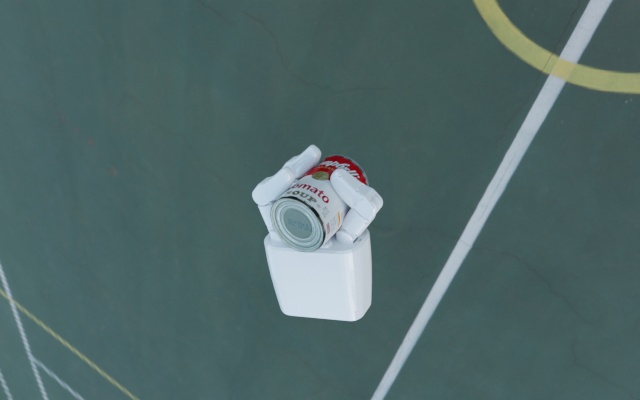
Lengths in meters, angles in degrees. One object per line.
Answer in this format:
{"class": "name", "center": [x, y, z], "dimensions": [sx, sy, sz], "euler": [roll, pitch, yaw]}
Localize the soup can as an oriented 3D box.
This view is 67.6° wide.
{"class": "soup can", "center": [0.000, 0.001, 0.519], "dimensions": [0.068, 0.068, 0.102], "euler": [0, 29, 35]}
